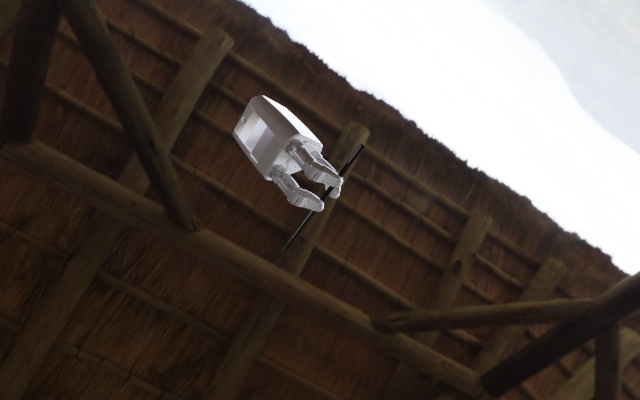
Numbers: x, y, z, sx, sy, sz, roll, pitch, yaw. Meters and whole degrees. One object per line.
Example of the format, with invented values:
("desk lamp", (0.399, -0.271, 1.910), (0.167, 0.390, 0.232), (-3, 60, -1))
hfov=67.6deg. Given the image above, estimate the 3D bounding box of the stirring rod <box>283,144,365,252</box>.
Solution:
("stirring rod", (0.000, 0.002, 0.771), (0.011, 0.011, 0.240), (0, -44, -46))
